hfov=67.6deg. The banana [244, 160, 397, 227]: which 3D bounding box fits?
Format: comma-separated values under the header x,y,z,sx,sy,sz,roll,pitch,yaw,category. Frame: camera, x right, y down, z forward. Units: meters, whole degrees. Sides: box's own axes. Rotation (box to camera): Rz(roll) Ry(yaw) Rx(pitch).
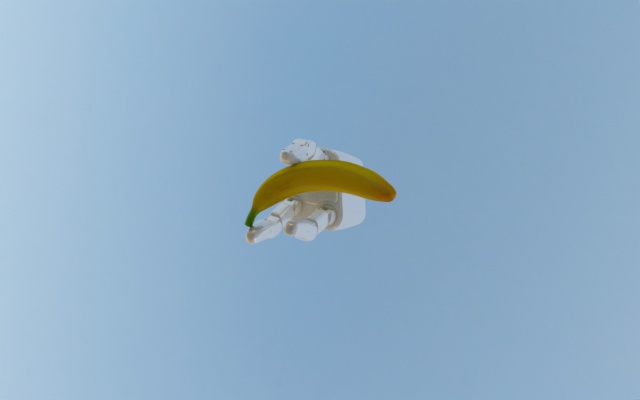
x,y,z,sx,sy,sz,roll,pitch,yaw,category
-0.006,-0.016,0.576,0.198,0.069,0.037,-12,-8,25,banana
